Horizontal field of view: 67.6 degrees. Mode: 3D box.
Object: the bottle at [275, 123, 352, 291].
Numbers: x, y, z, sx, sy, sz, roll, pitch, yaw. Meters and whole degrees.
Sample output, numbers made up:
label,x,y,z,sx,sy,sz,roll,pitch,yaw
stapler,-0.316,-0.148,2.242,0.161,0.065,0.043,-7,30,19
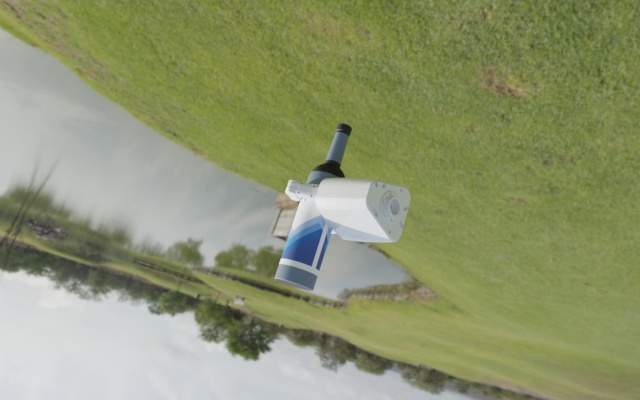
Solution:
label,x,y,z,sx,sy,sz,roll,pitch,yaw
bottle,0.000,0.003,0.817,0.069,0.295,0.069,17,-16,5
